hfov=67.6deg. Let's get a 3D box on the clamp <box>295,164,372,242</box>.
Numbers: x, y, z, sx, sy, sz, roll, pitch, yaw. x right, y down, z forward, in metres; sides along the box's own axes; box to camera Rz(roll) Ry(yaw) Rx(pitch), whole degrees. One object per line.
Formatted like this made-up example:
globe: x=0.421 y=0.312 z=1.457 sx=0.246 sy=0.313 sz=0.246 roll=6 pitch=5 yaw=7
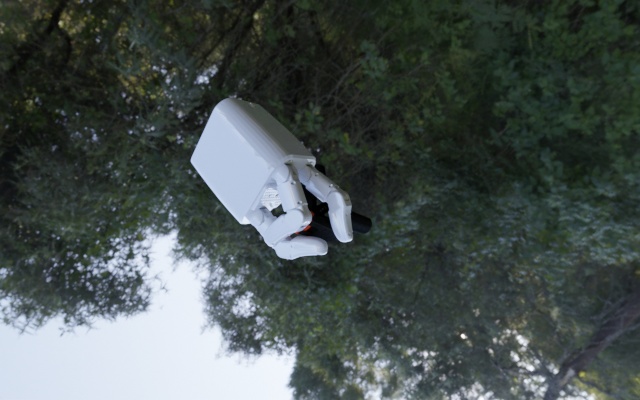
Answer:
clamp: x=0.000 y=0.003 z=0.614 sx=0.120 sy=0.039 sz=0.171 roll=47 pitch=19 yaw=15
